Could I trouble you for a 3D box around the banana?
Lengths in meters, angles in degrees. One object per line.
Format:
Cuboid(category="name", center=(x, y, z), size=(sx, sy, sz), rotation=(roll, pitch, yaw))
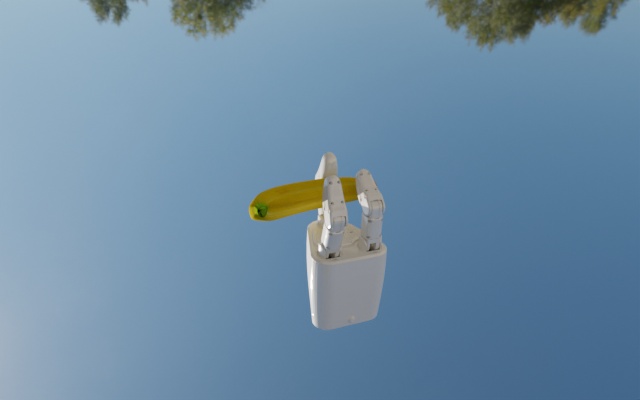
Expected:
Cuboid(category="banana", center=(-0.016, -0.001, 0.580), size=(0.069, 0.037, 0.198), rotation=(16, 22, 42))
